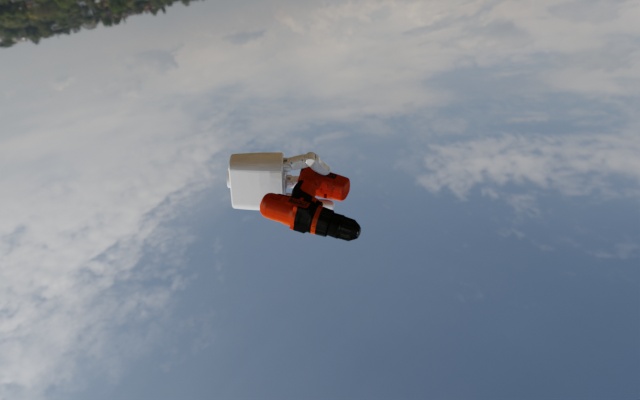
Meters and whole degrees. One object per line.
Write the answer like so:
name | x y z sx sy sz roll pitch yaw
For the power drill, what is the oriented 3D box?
power drill | 0.000 0.003 0.898 0.184 0.057 0.187 18 26 9
